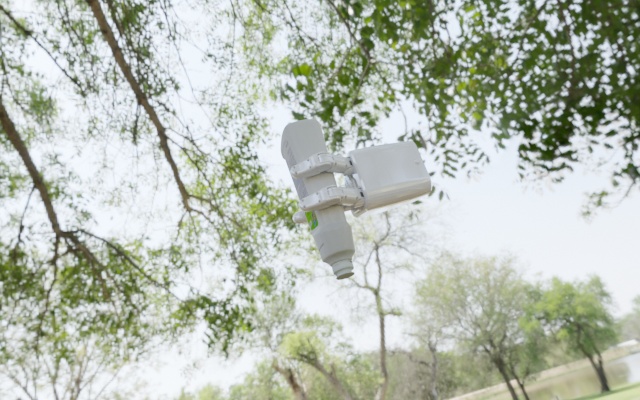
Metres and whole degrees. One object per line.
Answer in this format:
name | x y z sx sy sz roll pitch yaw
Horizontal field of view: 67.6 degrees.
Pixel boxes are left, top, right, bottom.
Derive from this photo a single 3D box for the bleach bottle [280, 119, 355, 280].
bleach bottle | 0.000 0.002 0.735 0.068 0.250 0.103 -12 -25 -12
